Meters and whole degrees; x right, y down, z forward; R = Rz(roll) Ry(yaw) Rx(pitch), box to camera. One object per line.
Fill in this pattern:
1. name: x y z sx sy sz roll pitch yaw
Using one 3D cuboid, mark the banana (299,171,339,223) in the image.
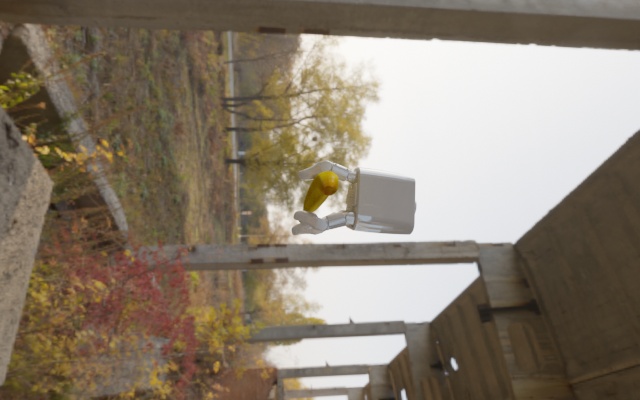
1. banana: 0.003 -0.014 0.806 0.037 0.069 0.198 14 -20 -9
